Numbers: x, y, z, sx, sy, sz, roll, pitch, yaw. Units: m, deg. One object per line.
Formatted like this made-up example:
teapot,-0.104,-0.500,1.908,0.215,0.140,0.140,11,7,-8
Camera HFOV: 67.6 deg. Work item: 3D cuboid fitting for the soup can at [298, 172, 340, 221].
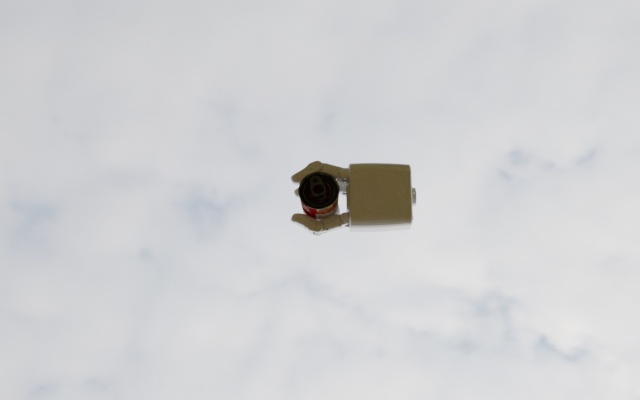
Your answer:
soup can,0.000,0.003,0.828,0.068,0.068,0.102,0,-23,4
